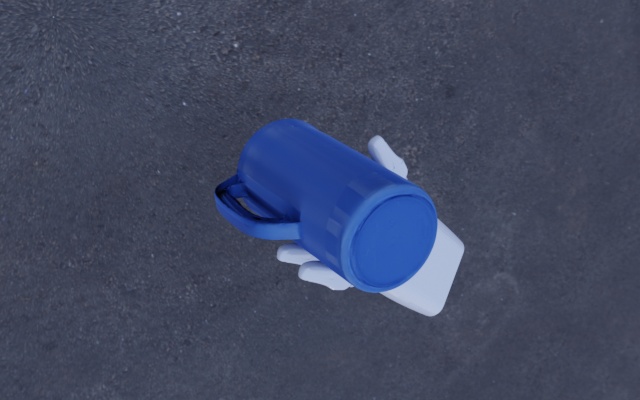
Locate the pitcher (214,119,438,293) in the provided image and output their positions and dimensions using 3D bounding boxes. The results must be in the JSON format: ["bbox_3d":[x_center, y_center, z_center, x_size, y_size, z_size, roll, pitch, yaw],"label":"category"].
[{"bbox_3d":[0.000,0.002,0.517,0.145,0.149,0.242,35,0,-35],"label":"pitcher"}]
